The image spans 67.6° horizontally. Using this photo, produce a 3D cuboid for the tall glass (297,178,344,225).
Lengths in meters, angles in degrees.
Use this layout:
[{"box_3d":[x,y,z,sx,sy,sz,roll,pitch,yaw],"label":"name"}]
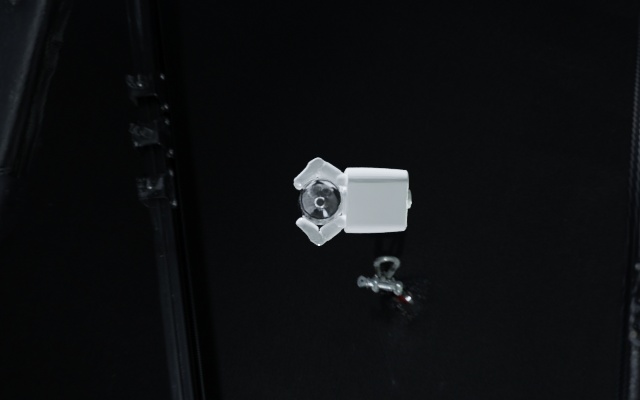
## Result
[{"box_3d":[0.000,0.003,0.830,0.079,0.079,0.201,0,-3,0],"label":"tall glass"}]
